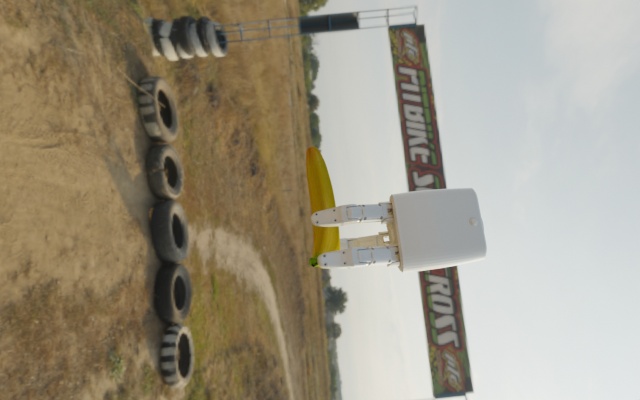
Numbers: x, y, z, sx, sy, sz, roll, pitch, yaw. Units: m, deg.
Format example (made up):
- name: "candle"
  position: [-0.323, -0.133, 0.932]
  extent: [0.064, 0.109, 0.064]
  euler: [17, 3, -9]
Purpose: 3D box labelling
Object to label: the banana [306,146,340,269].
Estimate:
- name: "banana"
  position: [0.003, 0.016, 0.649]
  extent: [0.037, 0.197, 0.070]
  euler: [-9, -38, 5]
